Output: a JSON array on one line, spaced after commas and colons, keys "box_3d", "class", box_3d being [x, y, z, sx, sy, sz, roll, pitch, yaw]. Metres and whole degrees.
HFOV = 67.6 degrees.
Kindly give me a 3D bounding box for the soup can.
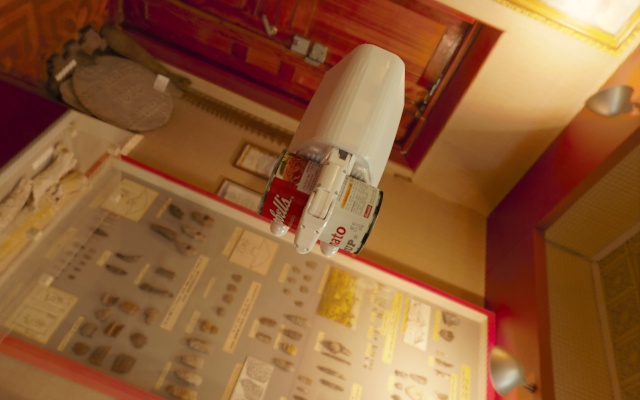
[{"box_3d": [0.000, 0.002, 0.453, 0.102, 0.068, 0.068, 23, -1, -2], "class": "soup can"}]
